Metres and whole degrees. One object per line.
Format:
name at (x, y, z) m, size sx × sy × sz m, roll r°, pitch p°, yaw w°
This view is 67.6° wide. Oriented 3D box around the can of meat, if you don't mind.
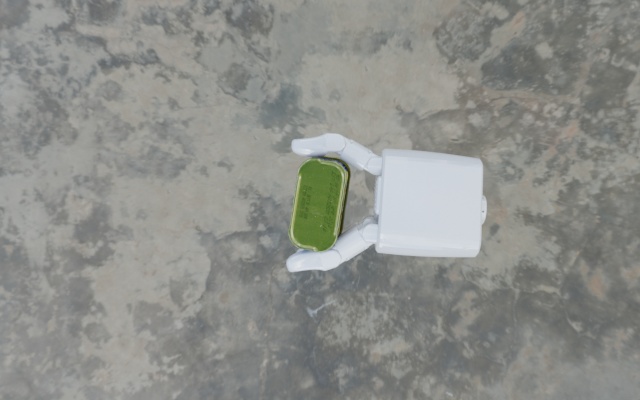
can of meat at (0.000, 0.002, 0.529) m, size 0.057 × 0.102 × 0.084 m, roll 9°, pitch 6°, yaw 4°
